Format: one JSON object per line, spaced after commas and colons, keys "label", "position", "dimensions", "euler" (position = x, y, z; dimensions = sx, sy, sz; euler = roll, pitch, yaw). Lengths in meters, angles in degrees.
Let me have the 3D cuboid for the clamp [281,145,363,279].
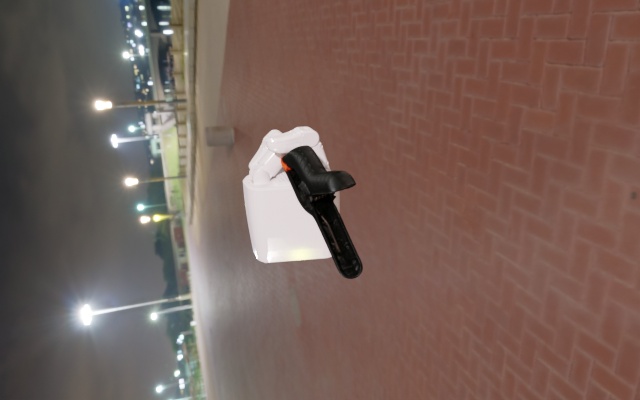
{"label": "clamp", "position": [-0.001, 0.002, 0.503], "dimensions": [0.039, 0.120, 0.171], "euler": [-12, 26, -15]}
